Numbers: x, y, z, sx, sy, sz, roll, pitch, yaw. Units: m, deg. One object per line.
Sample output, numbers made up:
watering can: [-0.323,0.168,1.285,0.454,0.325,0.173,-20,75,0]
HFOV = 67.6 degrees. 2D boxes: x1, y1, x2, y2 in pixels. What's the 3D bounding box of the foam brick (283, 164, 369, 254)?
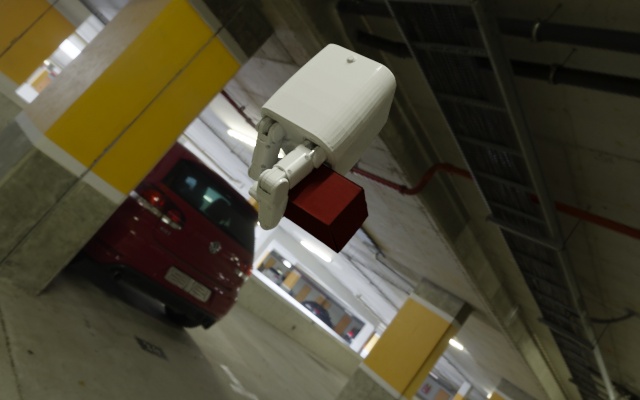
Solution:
foam brick: [0.000,0.002,0.458,0.078,0.051,0.053,33,-22,28]
